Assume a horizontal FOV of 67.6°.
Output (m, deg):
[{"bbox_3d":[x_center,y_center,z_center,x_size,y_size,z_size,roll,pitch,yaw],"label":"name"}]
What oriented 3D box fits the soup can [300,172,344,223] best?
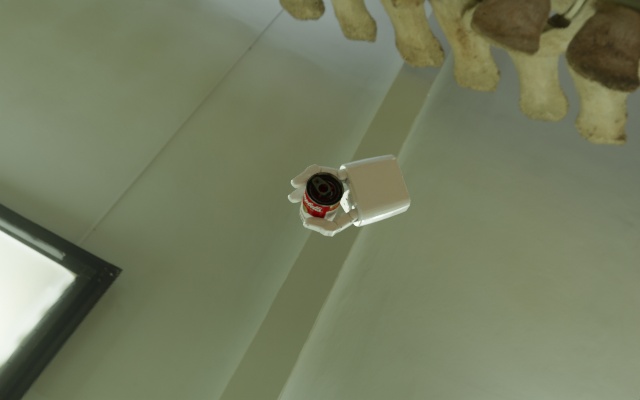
[{"bbox_3d":[0.000,0.003,0.870,0.068,0.068,0.102,0,-28,-10],"label":"soup can"}]
